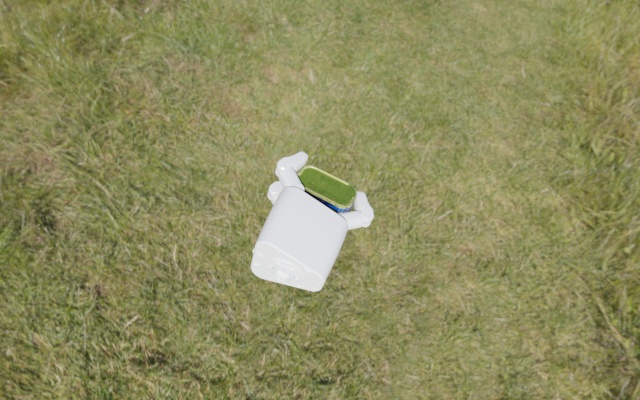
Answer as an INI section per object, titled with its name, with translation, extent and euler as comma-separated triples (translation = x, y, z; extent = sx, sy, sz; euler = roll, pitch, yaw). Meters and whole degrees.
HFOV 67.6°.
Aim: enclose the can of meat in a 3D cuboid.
[can of meat]
translation = 0.000, 0.002, 0.755
extent = 0.102, 0.057, 0.084
euler = 26, -40, 5
